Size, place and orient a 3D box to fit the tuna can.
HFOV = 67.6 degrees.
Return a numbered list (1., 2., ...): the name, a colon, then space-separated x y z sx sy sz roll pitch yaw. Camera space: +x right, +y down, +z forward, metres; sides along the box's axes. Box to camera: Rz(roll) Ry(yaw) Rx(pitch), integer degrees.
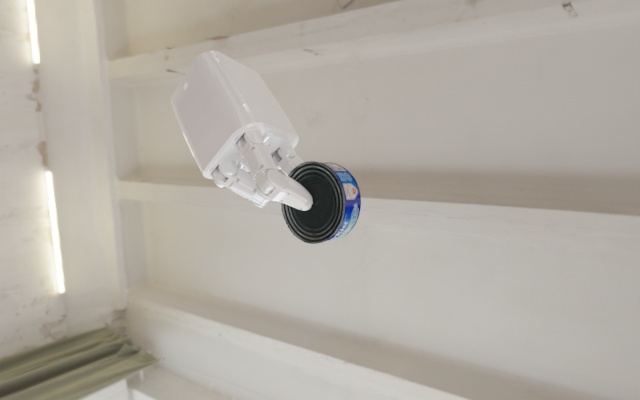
1. tuna can: 0.000 0.002 0.506 0.086 0.086 0.034 0 3 39
